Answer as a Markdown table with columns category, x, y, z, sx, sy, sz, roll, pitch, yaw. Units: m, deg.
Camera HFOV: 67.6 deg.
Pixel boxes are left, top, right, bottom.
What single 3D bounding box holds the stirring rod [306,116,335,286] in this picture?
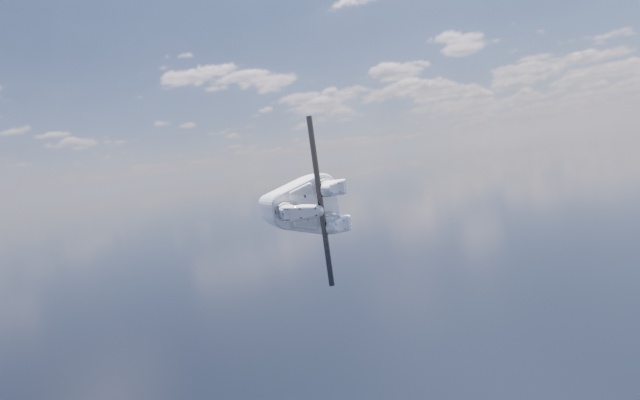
| category | x | y | z | sx | sy | sz | roll | pitch | yaw |
| --- | --- | --- | --- | --- | --- | --- | --- | --- | --- |
| stirring rod | 0.000 | 0.002 | 0.669 | 0.011 | 0.239 | 0.011 | -8 | 5 | 1 |
